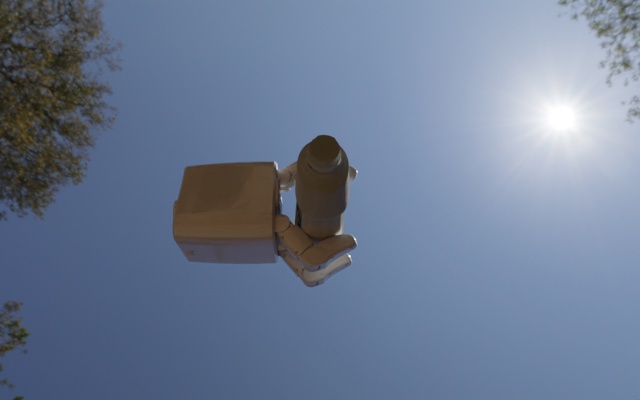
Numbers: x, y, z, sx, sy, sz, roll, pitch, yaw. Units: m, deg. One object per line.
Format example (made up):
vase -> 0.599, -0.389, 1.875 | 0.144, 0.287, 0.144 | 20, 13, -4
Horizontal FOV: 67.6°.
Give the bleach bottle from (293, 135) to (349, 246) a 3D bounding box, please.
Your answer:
bleach bottle -> 0.000, 0.002, 0.537 | 0.068, 0.102, 0.251 | -1, -26, -2
